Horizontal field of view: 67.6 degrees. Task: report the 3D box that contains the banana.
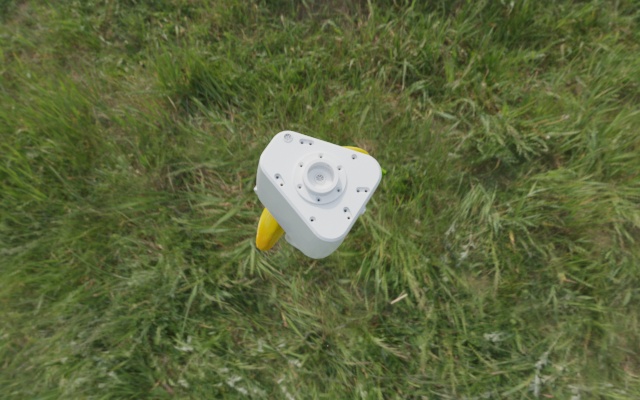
[{"bbox_3d":[-0.007,-0.016,0.591,0.198,0.069,0.037,-32,0,-17],"label":"banana"}]
